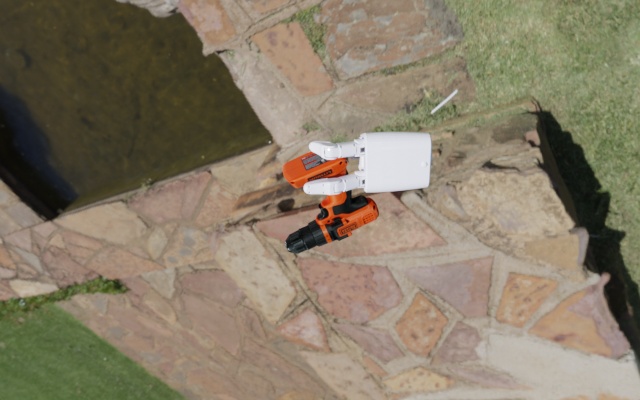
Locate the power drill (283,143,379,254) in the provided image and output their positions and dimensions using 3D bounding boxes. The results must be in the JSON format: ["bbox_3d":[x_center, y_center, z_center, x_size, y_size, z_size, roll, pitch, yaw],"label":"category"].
[{"bbox_3d":[0.000,0.002,0.835,0.184,0.188,0.057,-26,45,-2],"label":"power drill"}]
